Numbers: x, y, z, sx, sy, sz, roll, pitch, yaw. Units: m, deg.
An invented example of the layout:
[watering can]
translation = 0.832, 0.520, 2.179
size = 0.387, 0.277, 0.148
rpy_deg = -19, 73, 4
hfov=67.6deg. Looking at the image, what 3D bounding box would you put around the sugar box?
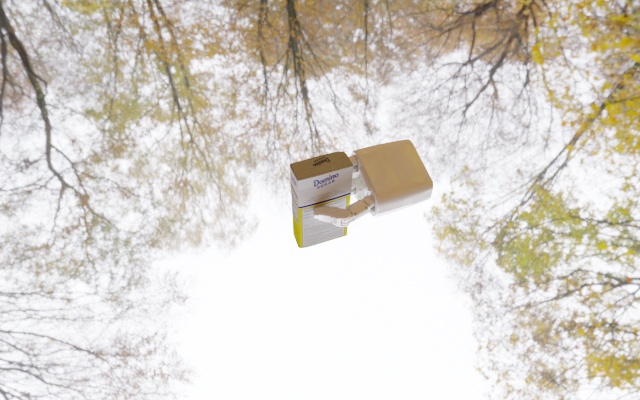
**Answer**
[sugar box]
translation = 0.000, 0.002, 0.784
size = 0.093, 0.176, 0.048
rpy_deg = -15, 49, -15
